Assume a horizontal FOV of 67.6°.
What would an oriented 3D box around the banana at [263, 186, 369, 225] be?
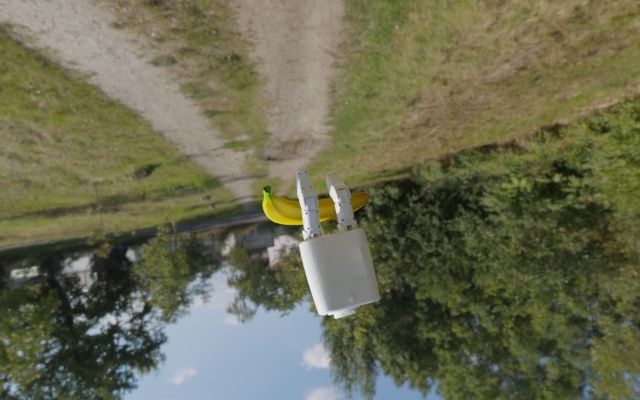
[{"bbox_3d":[-0.013,0.011,0.737,0.198,0.037,0.070,1,-28,-38],"label":"banana"}]
